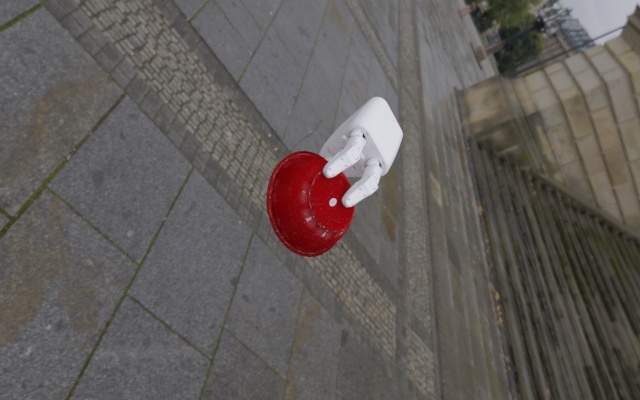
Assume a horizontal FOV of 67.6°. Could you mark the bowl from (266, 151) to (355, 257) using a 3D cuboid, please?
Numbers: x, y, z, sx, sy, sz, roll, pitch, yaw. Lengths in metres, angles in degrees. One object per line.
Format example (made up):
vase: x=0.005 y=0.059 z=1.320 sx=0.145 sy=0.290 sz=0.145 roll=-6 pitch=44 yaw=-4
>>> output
bowl: x=0.000 y=0.003 z=0.706 sx=0.162 sy=0.162 sz=0.055 roll=0 pitch=-5 yaw=-43
